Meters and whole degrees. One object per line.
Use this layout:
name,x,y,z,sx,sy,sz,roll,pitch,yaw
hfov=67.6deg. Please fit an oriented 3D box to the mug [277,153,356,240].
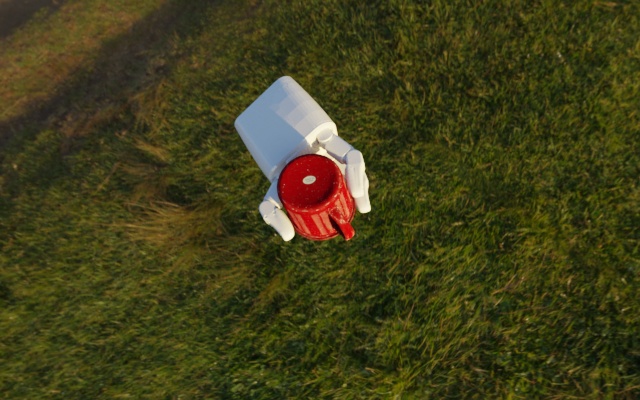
mug,0.001,0.003,0.594,0.093,0.117,0.081,-37,-25,-5
